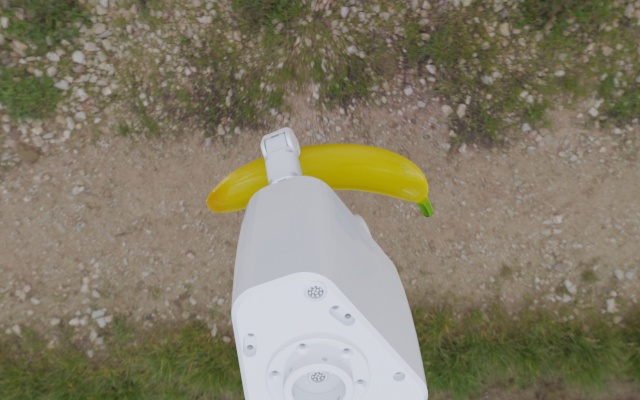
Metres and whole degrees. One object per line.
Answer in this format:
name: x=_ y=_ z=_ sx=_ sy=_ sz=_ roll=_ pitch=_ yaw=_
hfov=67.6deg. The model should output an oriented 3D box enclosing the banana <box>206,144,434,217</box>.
banana: x=0.005 y=-0.015 z=0.392 sx=0.198 sy=0.070 sz=0.037 roll=3 pitch=29 yaw=-5
